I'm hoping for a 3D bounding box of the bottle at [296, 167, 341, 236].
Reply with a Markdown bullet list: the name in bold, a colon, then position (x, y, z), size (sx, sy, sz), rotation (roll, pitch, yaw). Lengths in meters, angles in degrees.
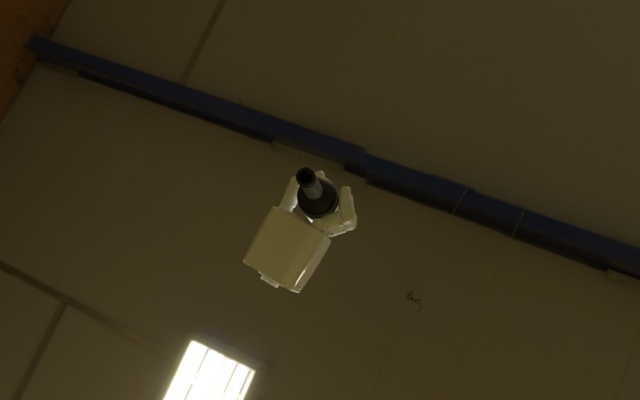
- **bottle**: position (0.000, 0.003, 0.803), size (0.069, 0.069, 0.296), rotation (0, -14, 9)
